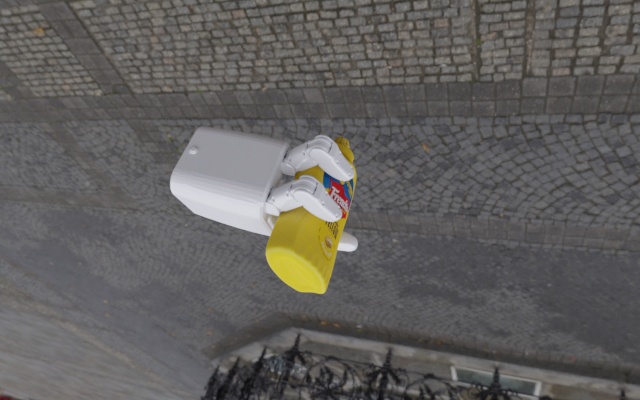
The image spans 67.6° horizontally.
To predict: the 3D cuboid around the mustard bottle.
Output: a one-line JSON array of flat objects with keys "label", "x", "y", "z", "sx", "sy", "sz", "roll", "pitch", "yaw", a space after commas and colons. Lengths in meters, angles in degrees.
[{"label": "mustard bottle", "x": 0.000, "y": 0.002, "z": 0.547, "sx": 0.058, "sy": 0.191, "sz": 0.096, "roll": -1, "pitch": -38, "yaw": 28}]
